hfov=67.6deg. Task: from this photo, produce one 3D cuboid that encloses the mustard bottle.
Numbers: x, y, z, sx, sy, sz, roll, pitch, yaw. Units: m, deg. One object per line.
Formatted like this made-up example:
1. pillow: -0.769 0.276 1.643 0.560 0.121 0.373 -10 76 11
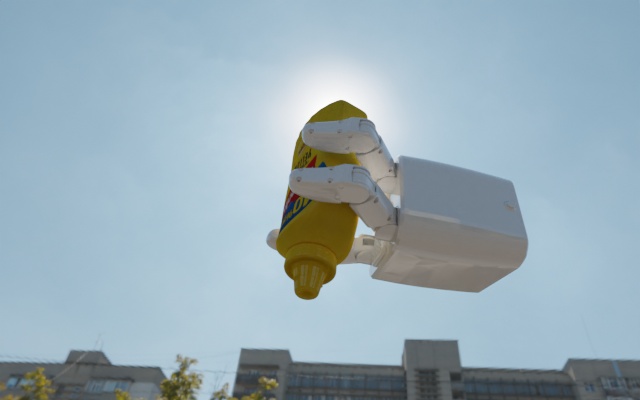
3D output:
1. mustard bottle: 0.000 0.001 0.419 0.058 0.191 0.096 28 -47 -20
